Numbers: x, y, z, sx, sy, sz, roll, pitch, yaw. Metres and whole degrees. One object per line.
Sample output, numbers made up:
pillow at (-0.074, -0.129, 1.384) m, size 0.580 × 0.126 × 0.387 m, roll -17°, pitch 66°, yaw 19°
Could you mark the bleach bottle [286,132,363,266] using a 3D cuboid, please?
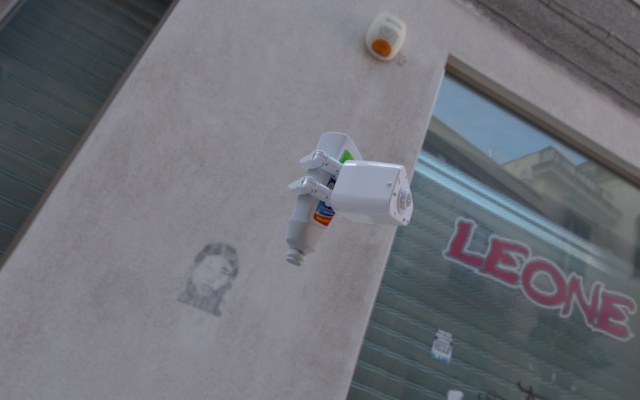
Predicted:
bleach bottle at (0.000, 0.003, 0.862) m, size 0.068 × 0.250 × 0.103 m, roll 6°, pitch -28°, yaw 31°
